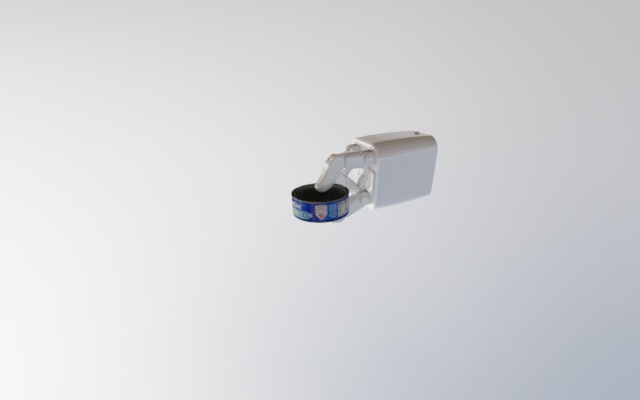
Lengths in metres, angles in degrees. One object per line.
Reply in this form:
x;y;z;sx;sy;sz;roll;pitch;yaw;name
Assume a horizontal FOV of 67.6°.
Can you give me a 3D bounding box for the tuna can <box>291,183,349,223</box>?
0.000;0.003;0.703;0.086;0.034;0.086;-2;20;1;tuna can
